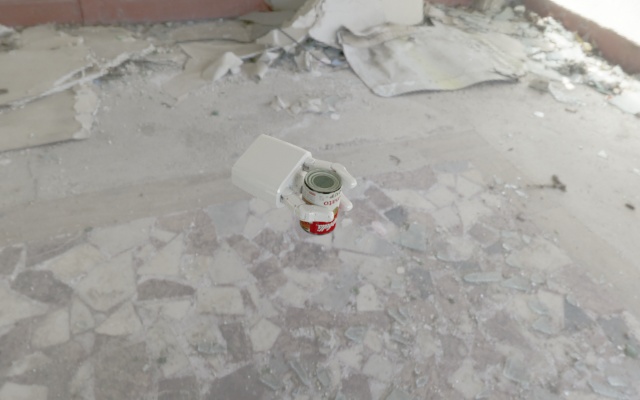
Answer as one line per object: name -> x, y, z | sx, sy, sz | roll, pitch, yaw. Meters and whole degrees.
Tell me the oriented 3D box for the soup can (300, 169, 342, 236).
soup can -> 0.001, 0.003, 0.845 | 0.068, 0.102, 0.068 | 4, 41, -4
